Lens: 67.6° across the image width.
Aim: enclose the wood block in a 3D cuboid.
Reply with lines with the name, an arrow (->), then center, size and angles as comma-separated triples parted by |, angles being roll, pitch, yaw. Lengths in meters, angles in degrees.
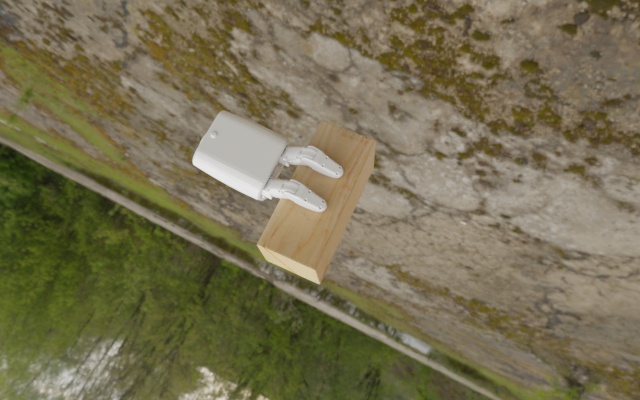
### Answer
wood block -> 0.000, 0.002, 0.694 | 0.090, 0.206, 0.091 | 22, -19, 12
